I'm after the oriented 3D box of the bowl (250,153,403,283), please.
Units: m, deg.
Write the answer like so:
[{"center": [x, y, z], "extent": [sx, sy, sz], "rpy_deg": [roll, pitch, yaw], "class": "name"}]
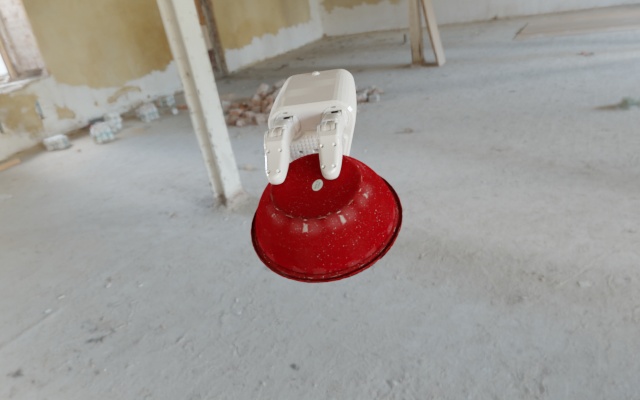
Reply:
[{"center": [0.000, 0.002, 0.483], "extent": [0.162, 0.162, 0.055], "rpy_deg": [0, -42, 14], "class": "bowl"}]
